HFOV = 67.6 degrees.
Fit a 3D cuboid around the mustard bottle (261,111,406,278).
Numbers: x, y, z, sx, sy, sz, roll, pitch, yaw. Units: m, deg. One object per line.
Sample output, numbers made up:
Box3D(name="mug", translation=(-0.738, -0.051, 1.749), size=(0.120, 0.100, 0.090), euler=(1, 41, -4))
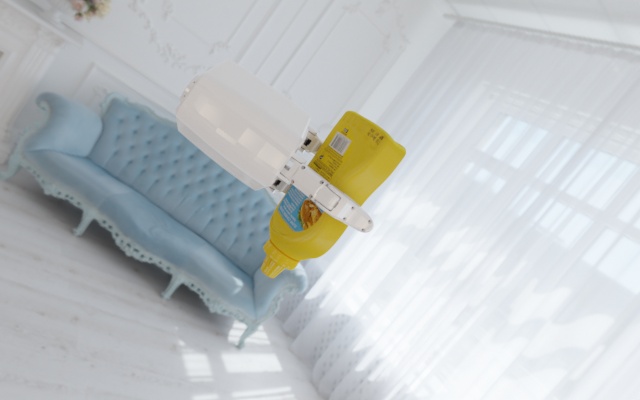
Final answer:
Box3D(name="mustard bottle", translation=(0.000, 0.002, 0.497), size=(0.058, 0.191, 0.096), euler=(33, 8, -35))
